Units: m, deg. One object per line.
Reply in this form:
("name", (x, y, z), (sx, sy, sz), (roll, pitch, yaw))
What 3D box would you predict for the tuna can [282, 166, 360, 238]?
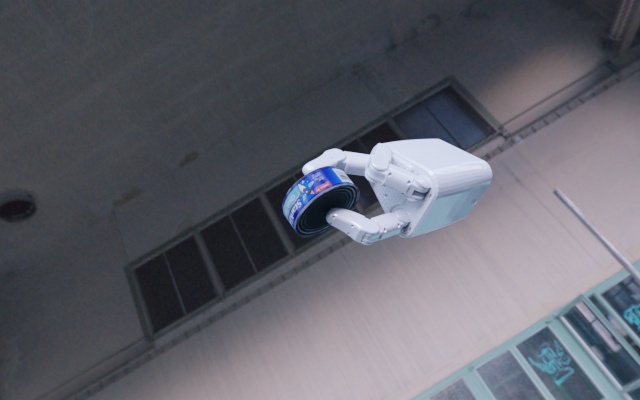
("tuna can", (0.000, 0.001, 0.543), (0.086, 0.033, 0.086), (-27, -29, -17))
